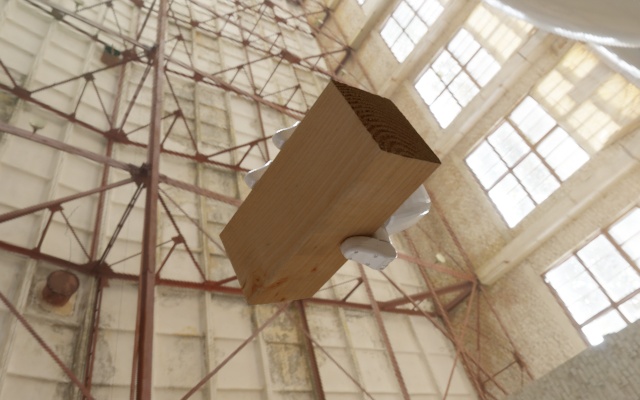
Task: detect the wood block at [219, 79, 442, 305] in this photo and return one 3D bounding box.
[{"bbox_3d":[0.000,0.002,0.457,0.090,0.090,0.206,5,-46,-45],"label":"wood block"}]
